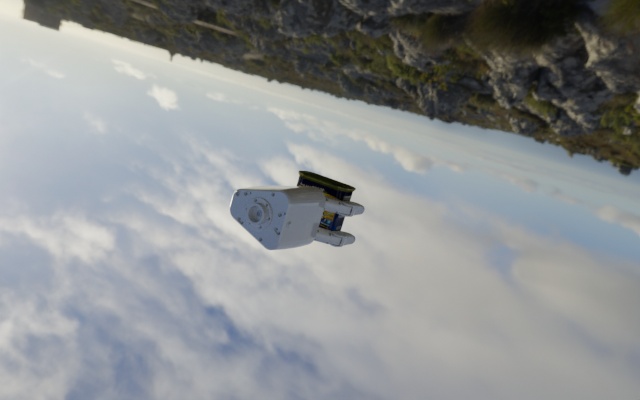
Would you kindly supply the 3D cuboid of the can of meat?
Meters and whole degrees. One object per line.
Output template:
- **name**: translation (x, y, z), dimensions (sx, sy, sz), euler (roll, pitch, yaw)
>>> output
- **can of meat**: translation (0.000, 0.003, 0.836), dimensions (0.102, 0.084, 0.057), euler (20, 11, 21)
